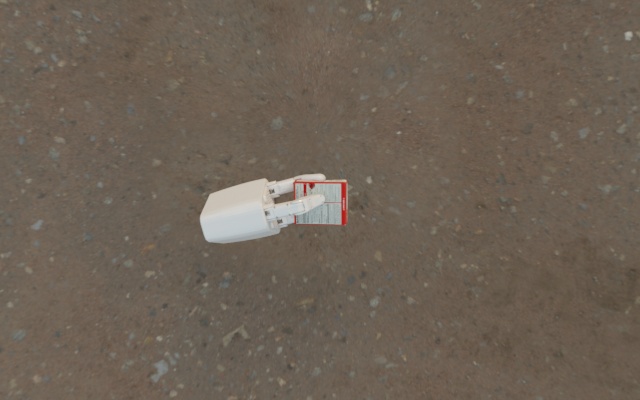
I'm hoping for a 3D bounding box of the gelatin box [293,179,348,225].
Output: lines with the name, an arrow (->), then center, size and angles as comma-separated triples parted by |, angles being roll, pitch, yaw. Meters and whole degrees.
gelatin box -> 0.000, 0.003, 0.794 | 0.089, 0.073, 0.030 | 1, 10, 8
